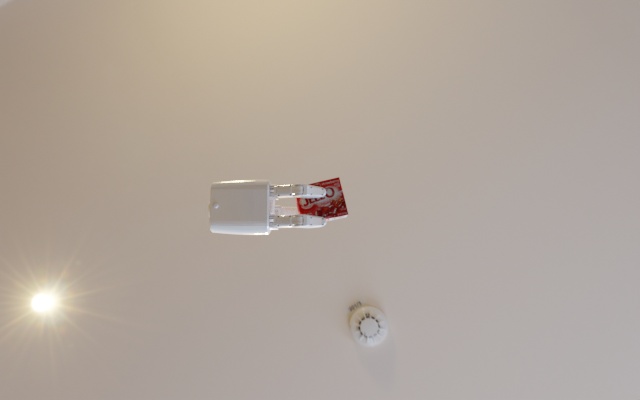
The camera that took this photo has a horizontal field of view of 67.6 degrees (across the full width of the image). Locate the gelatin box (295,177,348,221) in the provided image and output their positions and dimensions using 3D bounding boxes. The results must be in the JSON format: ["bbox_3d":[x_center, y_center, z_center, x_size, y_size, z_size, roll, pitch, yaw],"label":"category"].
[{"bbox_3d":[0.000,0.003,0.885,0.089,0.073,0.030,-12,-9,-6],"label":"gelatin box"}]
